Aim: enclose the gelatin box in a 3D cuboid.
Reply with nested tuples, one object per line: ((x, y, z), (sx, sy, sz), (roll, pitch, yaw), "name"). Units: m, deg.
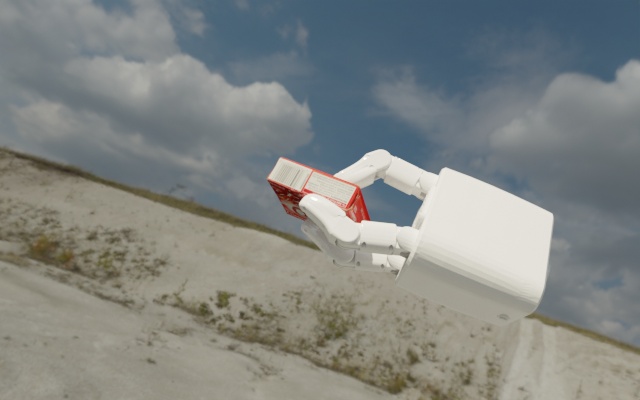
((0.000, 0.001, 0.460), (0.089, 0.030, 0.073), (22, -21, 23), "gelatin box")
